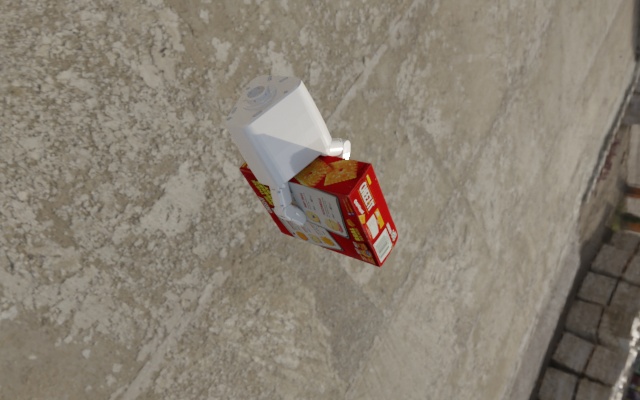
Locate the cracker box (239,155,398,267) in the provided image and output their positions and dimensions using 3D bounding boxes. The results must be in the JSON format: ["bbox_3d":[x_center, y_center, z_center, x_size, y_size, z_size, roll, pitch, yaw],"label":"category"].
[{"bbox_3d":[0.000,0.003,0.737,0.213,0.072,0.164,16,-33,38],"label":"cracker box"}]
